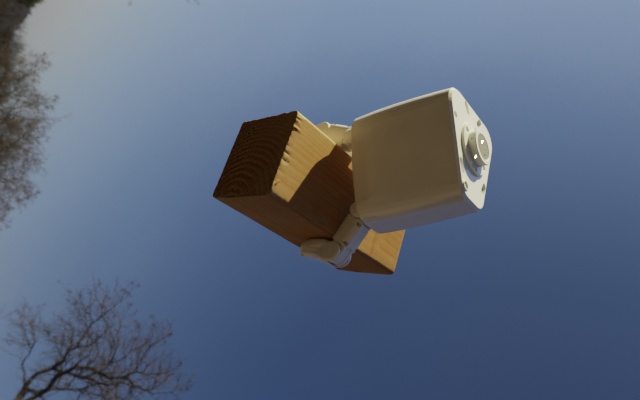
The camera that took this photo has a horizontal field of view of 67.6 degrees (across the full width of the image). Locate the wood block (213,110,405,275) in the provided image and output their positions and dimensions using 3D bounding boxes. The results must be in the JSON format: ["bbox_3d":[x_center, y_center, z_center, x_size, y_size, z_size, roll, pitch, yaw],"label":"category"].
[{"bbox_3d":[0.000,0.002,0.522,0.090,0.090,0.206,-1,-28,44],"label":"wood block"}]
